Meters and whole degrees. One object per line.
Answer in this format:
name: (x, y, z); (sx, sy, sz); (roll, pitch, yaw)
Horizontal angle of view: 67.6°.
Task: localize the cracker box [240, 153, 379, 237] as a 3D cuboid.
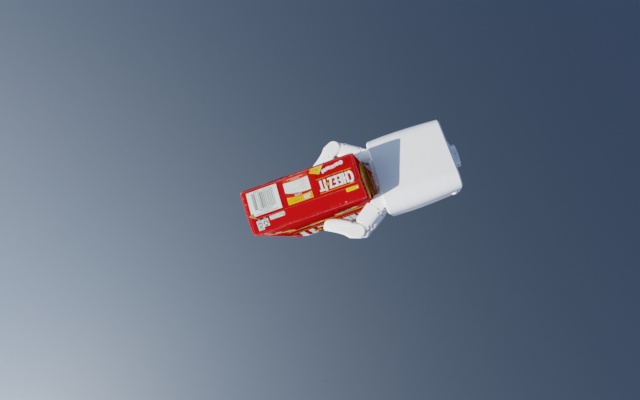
cracker box: (0.000, 0.002, 0.720); (0.164, 0.072, 0.214); (-19, -9, 11)
